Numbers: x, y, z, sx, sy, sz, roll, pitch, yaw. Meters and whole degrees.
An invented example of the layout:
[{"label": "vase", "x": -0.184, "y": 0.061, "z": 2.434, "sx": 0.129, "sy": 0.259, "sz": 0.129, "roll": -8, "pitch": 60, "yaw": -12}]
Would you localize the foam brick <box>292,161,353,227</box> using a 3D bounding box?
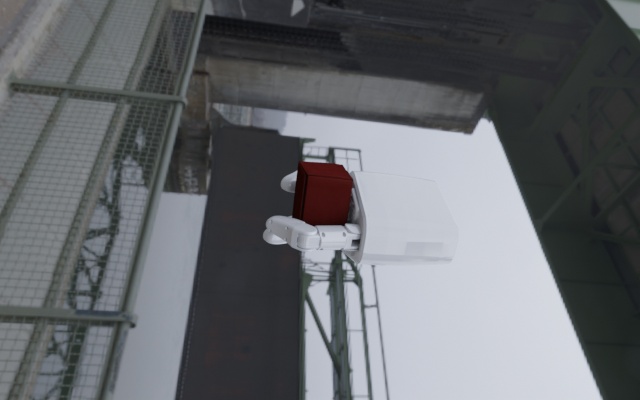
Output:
[{"label": "foam brick", "x": 0.000, "y": 0.001, "z": 0.516, "sx": 0.051, "sy": 0.078, "sz": 0.053, "roll": 3, "pitch": 22, "yaw": -12}]
